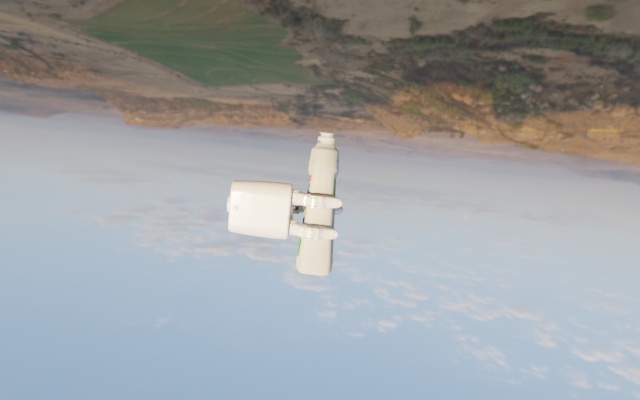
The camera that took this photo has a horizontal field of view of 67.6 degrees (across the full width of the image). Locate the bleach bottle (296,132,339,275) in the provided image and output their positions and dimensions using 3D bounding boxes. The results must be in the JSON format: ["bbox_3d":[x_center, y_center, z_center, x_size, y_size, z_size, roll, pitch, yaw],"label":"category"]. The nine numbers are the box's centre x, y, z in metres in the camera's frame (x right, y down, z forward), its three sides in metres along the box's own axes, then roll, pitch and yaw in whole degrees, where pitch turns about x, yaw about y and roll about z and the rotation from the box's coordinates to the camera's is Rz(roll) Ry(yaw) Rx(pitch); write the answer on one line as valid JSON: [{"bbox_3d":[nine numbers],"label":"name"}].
[{"bbox_3d":[0.000,0.003,0.872,0.068,0.251,0.102,6,7,0],"label":"bleach bottle"}]
